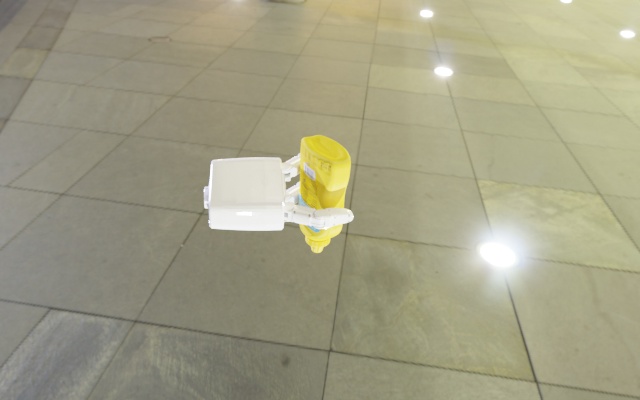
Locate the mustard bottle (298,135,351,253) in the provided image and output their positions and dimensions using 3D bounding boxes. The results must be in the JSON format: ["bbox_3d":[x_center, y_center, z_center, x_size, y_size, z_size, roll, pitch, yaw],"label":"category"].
[{"bbox_3d":[0.000,0.002,0.746,0.058,0.192,0.096,-15,38,-29],"label":"mustard bottle"}]
